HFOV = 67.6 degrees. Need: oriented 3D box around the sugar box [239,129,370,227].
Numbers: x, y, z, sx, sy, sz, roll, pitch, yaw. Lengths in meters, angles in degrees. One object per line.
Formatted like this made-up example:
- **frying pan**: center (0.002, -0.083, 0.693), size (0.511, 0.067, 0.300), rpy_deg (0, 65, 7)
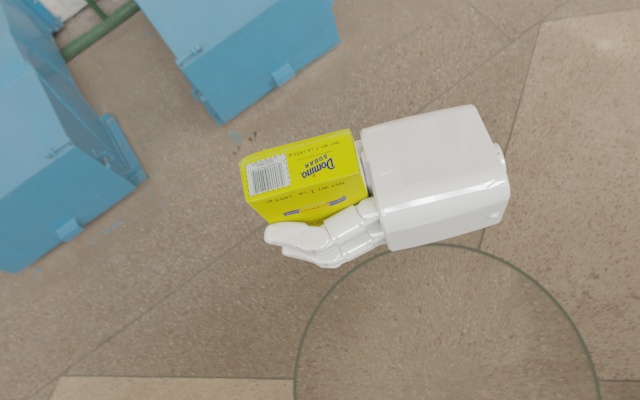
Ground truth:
- **sugar box**: center (0.000, 0.002, 0.443), size (0.093, 0.048, 0.176), rpy_deg (-14, -23, 8)
